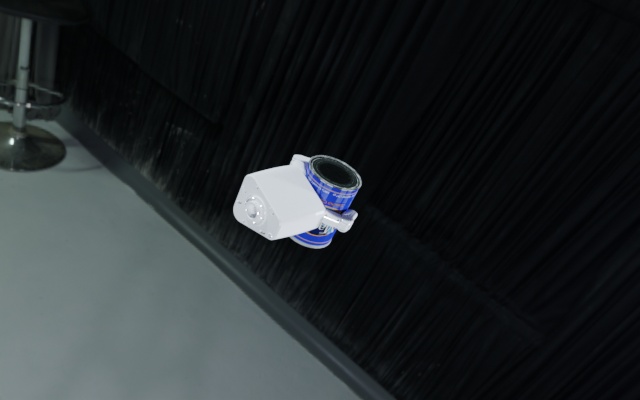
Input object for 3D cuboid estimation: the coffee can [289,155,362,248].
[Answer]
[{"bbox_3d":[0.000,0.003,0.880,0.103,0.140,0.102,19,31,-12],"label":"coffee can"}]
